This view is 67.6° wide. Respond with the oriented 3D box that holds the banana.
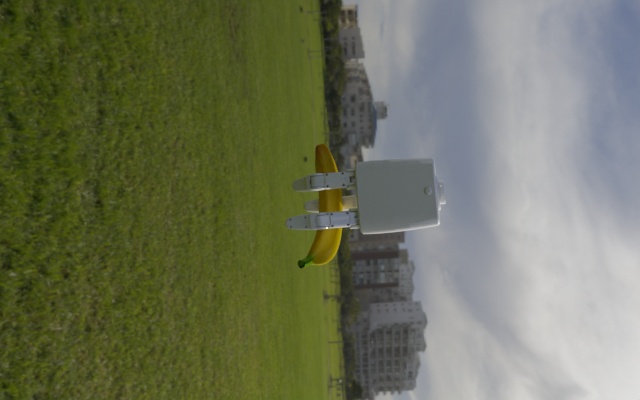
[{"bbox_3d":[0.008,0.013,0.706,0.037,0.197,0.070,-7,-28,26],"label":"banana"}]
